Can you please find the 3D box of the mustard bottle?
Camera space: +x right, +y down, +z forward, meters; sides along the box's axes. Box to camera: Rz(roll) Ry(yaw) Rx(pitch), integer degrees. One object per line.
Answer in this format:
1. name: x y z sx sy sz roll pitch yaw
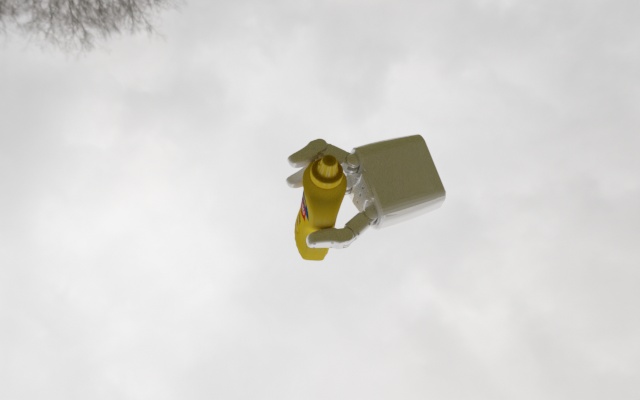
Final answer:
1. mustard bottle: 0.000 0.002 0.652 0.058 0.096 0.192 5 -32 -5
